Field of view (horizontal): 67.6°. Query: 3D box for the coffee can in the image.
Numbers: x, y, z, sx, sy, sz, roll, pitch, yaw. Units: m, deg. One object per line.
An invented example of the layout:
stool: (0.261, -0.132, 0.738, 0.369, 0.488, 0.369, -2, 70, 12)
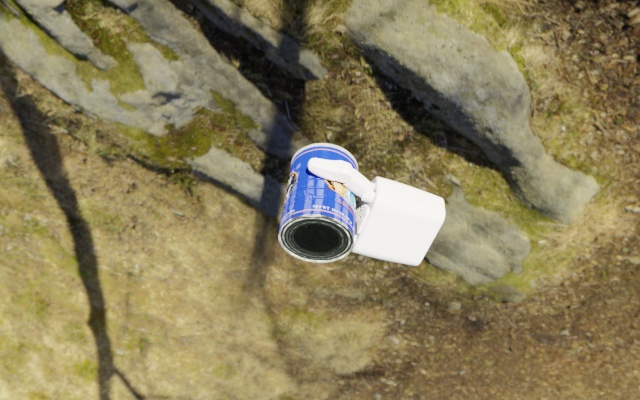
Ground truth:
coffee can: (0.000, 0.002, 0.680, 0.103, 0.140, 0.103, 4, -42, 3)
